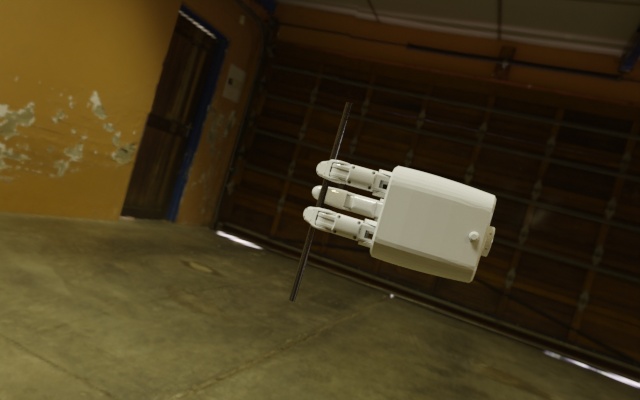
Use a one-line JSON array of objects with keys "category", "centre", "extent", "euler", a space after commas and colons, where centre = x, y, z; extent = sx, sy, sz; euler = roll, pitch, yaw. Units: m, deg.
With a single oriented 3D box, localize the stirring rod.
[{"category": "stirring rod", "centre": [0.000, 0.002, 0.559], "extent": [0.011, 0.239, 0.011], "euler": [16, 0, 0]}]
